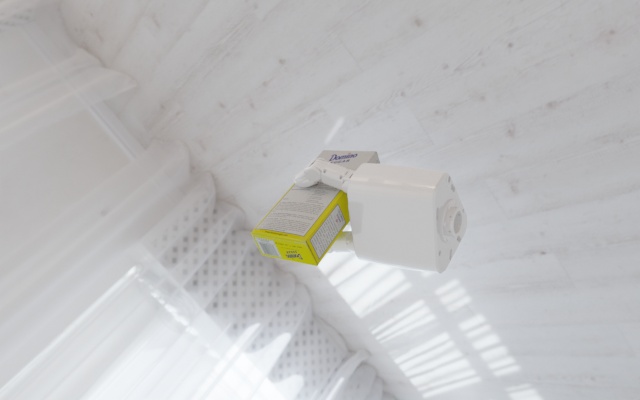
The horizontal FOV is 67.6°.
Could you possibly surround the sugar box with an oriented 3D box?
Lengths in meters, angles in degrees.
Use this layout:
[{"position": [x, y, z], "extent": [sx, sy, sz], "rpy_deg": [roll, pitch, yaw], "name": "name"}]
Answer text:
[{"position": [0.000, 0.003, 0.610], "extent": [0.093, 0.048, 0.176], "rpy_deg": [6, 41, 38], "name": "sugar box"}]
